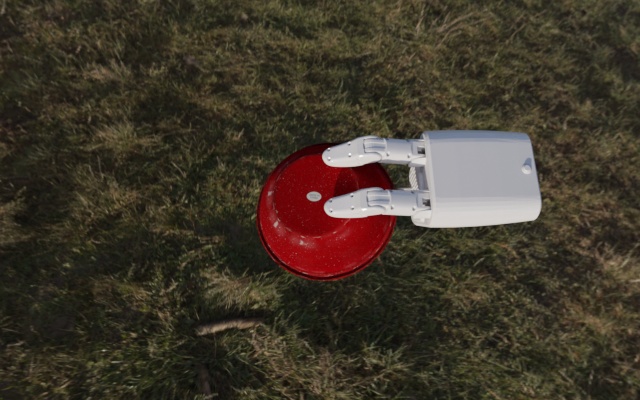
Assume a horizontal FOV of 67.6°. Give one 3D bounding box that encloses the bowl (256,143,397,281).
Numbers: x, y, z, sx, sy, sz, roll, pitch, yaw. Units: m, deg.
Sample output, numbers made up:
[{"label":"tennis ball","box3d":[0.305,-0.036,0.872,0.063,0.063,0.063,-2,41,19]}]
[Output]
[{"label":"bowl","box3d":[-0.001,0.002,0.513,0.162,0.162,0.055,0,-17,12]}]
